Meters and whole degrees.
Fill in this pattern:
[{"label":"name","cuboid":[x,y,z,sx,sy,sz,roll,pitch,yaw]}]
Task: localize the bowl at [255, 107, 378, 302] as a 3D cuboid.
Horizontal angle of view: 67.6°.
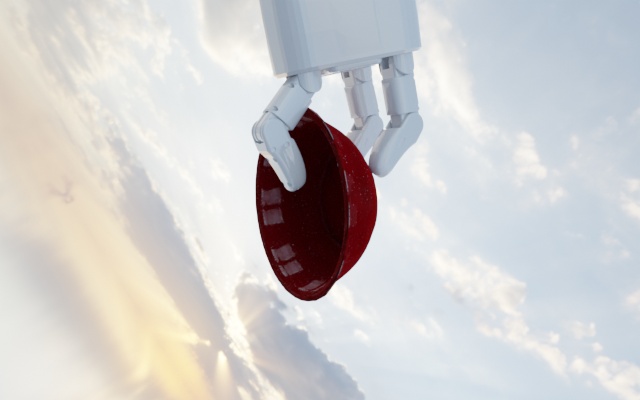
[{"label":"bowl","cuboid":[0.000,0.003,0.409,0.055,0.162,0.162,-4,2,-31]}]
